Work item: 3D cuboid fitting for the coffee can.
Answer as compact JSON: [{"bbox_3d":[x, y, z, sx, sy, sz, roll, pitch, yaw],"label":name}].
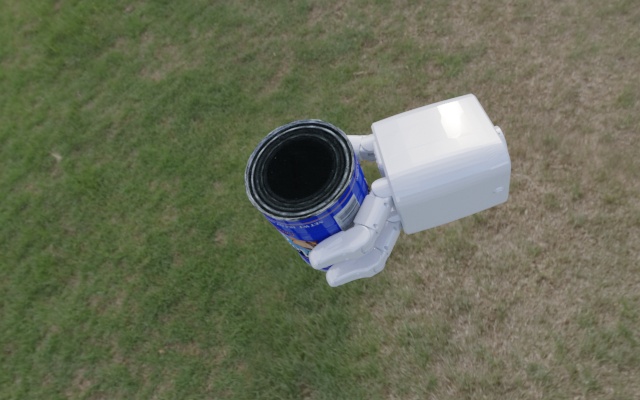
[{"bbox_3d":[0.000,0.002,0.476,0.103,0.102,0.140,0,-26,19],"label":"coffee can"}]
